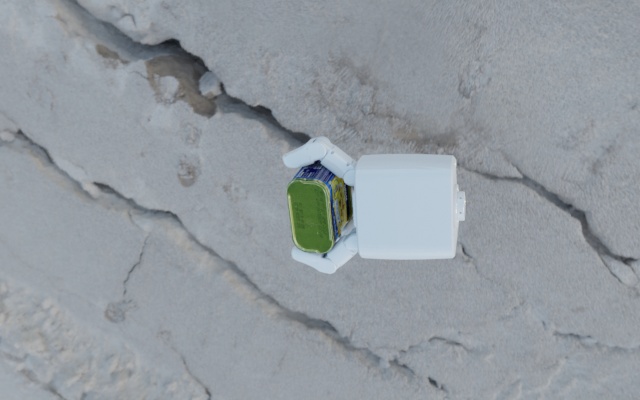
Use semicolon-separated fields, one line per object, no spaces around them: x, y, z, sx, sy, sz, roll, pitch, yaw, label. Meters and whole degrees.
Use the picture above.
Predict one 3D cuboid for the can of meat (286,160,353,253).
0.000;0.002;0.578;0.057;0.102;0.084;3;28;18;can of meat
